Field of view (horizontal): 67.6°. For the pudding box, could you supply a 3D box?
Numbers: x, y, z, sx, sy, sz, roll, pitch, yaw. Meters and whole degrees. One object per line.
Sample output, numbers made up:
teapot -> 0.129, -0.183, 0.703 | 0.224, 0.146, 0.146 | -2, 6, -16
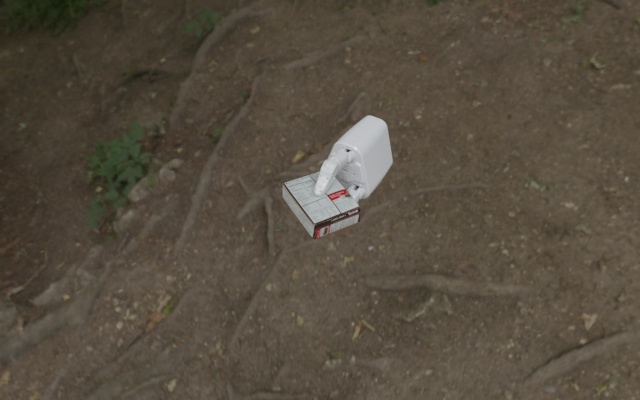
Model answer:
pudding box -> 0.000, 0.002, 0.788 | 0.090, 0.039, 0.113 | -21, 48, -22
